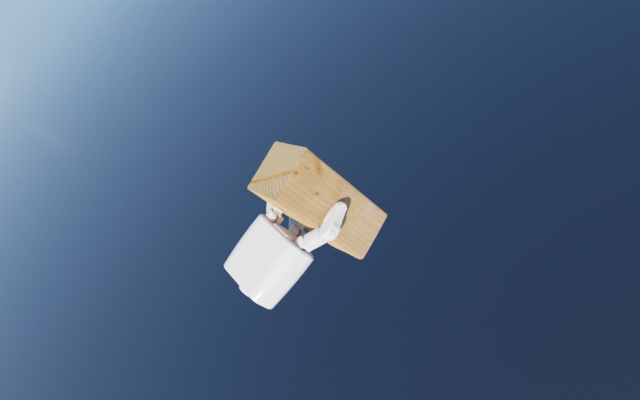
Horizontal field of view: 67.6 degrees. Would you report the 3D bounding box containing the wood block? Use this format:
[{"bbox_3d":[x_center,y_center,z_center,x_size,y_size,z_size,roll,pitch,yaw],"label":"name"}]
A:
[{"bbox_3d":[0.000,0.003,0.766,0.206,0.090,0.091,37,-10,-37],"label":"wood block"}]
